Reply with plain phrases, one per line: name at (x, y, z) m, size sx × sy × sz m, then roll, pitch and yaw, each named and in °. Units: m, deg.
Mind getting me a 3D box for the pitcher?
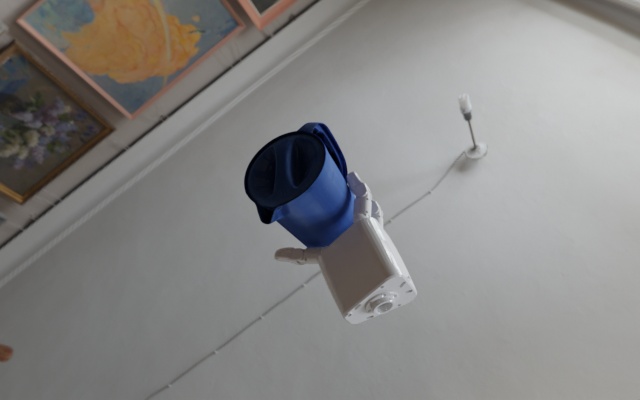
pitcher at (0.000, 0.003, 0.770) m, size 0.149 × 0.145 × 0.243 m, roll -32°, pitch -42°, yaw 6°
